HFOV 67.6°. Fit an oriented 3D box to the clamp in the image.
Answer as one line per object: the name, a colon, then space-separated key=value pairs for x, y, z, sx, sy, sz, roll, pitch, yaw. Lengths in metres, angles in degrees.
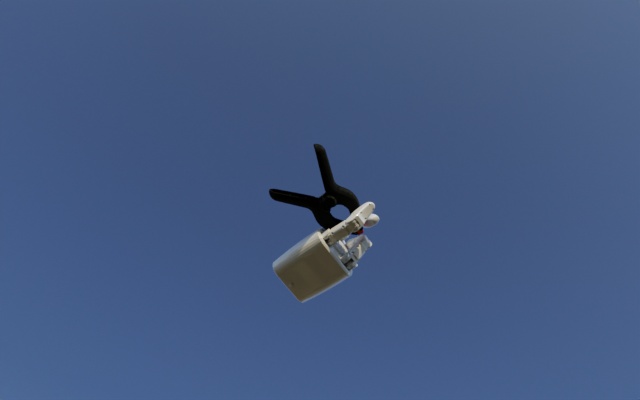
clamp: x=0.000 y=0.002 z=0.806 sx=0.120 sy=0.171 sz=0.039 roll=-34 pitch=14 yaw=15
